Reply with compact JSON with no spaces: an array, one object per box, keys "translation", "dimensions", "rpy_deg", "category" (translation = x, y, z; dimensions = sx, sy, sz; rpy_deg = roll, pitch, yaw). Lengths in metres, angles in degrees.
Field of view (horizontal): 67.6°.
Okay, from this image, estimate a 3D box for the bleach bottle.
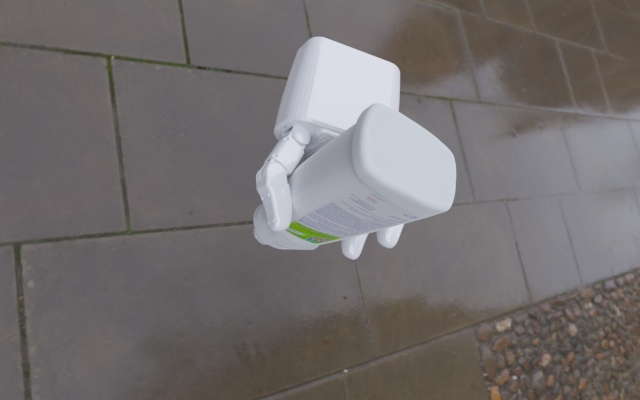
[{"translation":[0.000,0.002,0.453],"dimensions":[0.102,0.068,0.251],"rpy_deg":[26,-29,-27],"category":"bleach bottle"}]
